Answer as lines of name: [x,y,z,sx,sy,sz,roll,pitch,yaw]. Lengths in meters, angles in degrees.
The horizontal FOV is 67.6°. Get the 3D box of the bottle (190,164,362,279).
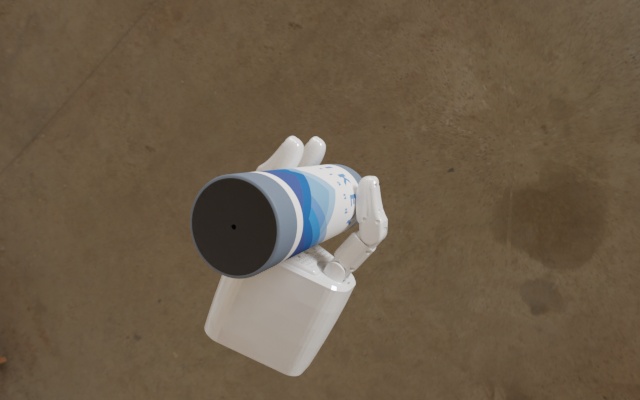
bottle: [0.000,0.001,0.434,0.069,0.069,0.295,0,6,22]
